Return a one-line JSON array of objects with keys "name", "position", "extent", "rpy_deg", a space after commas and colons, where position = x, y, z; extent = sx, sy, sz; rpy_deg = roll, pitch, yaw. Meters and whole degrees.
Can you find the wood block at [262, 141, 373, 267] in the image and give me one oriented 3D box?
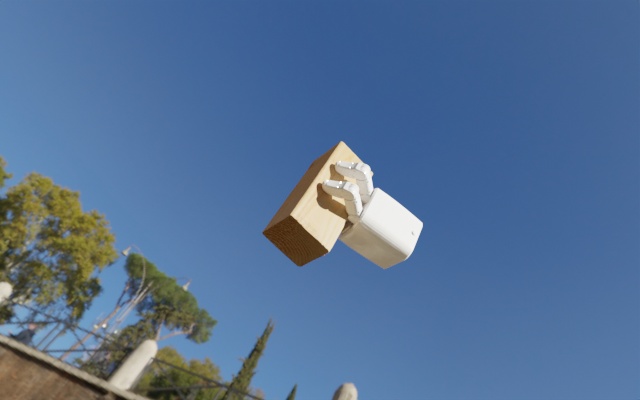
[{"name": "wood block", "position": [0.000, 0.003, 0.832], "extent": [0.091, 0.090, 0.206], "rpy_deg": [-33, 18, 46]}]
